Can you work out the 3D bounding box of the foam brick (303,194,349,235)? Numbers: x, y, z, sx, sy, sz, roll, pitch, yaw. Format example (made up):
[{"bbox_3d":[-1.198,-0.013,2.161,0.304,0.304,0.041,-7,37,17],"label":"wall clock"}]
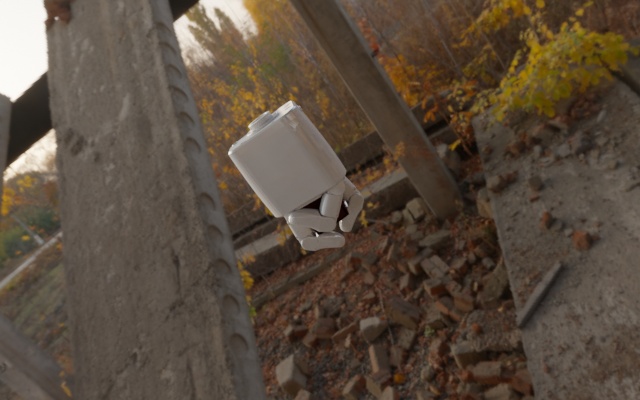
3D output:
[{"bbox_3d":[0.000,0.002,0.661,0.053,0.051,0.078,-36,18,6],"label":"foam brick"}]
